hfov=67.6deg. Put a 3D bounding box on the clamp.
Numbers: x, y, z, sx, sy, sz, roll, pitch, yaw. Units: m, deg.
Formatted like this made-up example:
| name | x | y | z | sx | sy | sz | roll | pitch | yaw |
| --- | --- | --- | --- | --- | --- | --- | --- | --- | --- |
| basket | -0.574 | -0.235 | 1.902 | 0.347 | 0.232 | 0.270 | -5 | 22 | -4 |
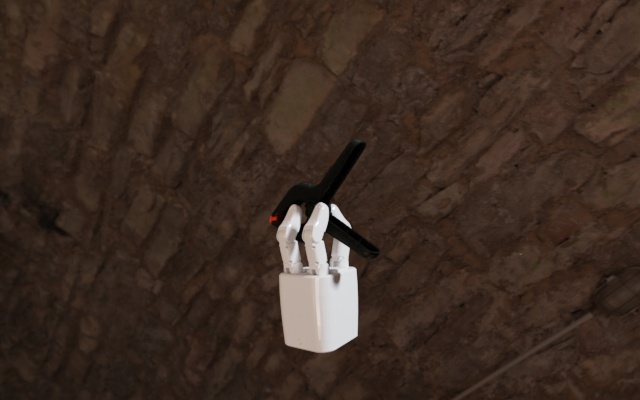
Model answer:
| name | x | y | z | sx | sy | sz | roll | pitch | yaw |
| --- | --- | --- | --- | --- | --- | --- | --- | --- | --- |
| clamp | 0.000 | 0.003 | 0.711 | 0.036 | 0.164 | 0.210 | 2 | -5 | -45 |
